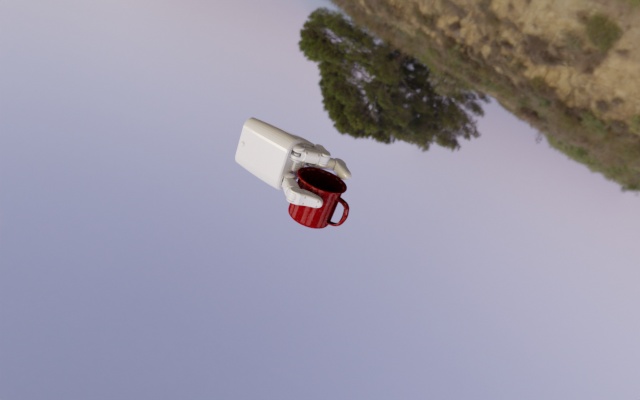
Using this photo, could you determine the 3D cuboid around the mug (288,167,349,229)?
[{"bbox_3d":[0.001,0.004,0.853,0.117,0.081,0.093,32,28,22],"label":"mug"}]
